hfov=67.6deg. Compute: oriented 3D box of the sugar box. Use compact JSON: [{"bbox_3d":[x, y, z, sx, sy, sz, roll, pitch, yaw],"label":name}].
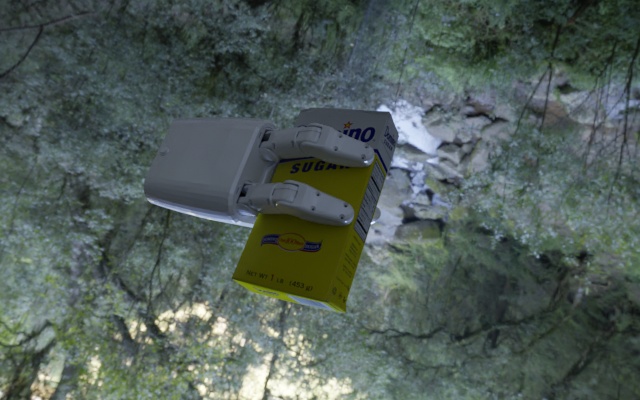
[{"bbox_3d":[0.000,0.001,0.417,0.093,0.176,0.048,8,-22,27],"label":"sugar box"}]
